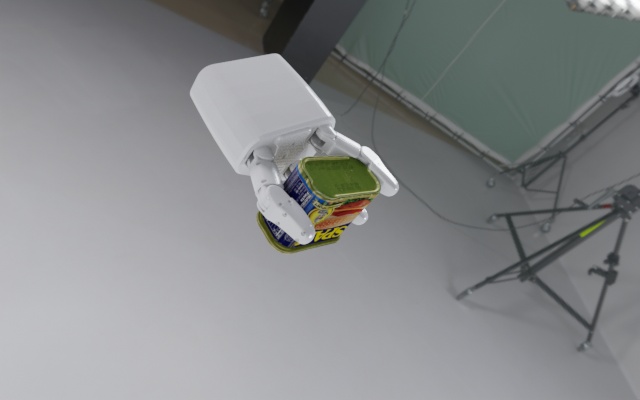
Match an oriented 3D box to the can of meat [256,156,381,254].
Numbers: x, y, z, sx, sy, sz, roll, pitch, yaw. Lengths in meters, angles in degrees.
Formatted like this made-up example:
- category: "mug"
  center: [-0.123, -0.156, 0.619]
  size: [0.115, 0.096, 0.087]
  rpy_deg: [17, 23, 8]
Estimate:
- category: "can of meat"
  center: [0.000, 0.001, 0.478]
  size: [0.102, 0.057, 0.084]
  rpy_deg: [-8, -34, -47]
